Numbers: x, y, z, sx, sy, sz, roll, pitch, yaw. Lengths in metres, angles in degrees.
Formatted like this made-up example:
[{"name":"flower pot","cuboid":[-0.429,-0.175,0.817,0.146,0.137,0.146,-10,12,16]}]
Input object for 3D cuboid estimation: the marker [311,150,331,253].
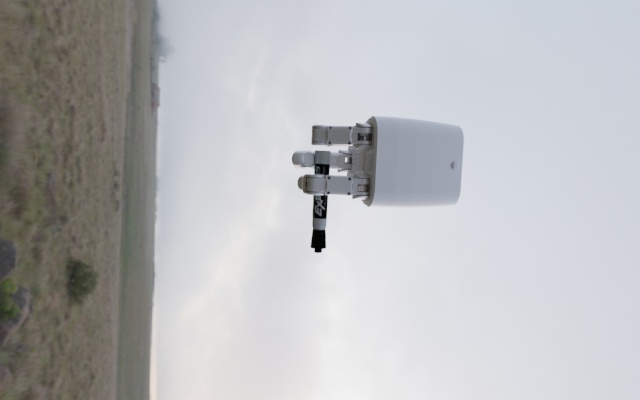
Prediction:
[{"name":"marker","cuboid":[0.000,0.002,0.563,0.020,0.121,0.020,3,5,0]}]
